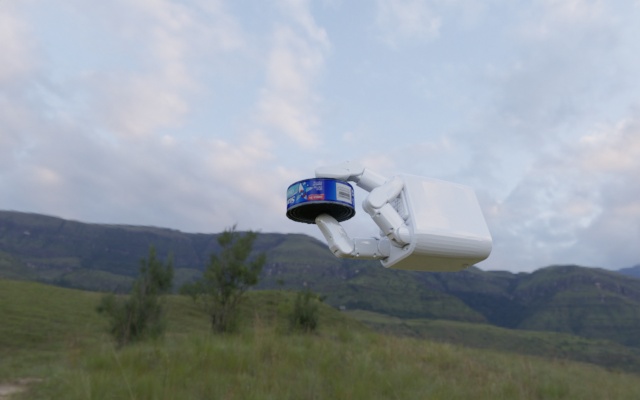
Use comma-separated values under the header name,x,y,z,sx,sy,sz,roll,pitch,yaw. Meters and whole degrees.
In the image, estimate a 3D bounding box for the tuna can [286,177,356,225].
name,x,y,z,sx,sy,sz,roll,pitch,yaw
tuna can,0.000,0.001,0.589,0.086,0.033,0.086,-1,-19,0
